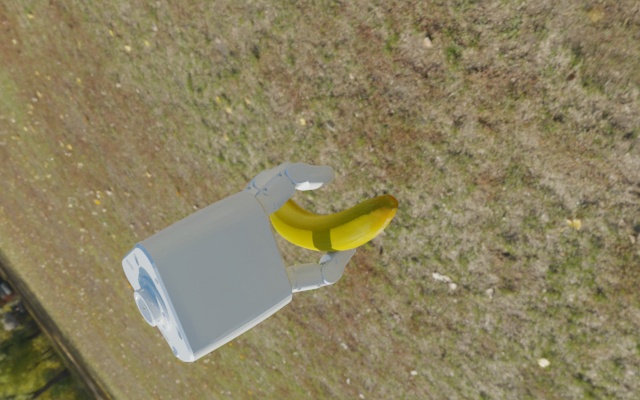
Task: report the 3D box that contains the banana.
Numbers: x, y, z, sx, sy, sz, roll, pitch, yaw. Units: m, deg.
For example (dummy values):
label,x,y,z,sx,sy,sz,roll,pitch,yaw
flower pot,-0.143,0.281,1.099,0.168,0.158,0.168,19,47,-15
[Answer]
label,x,y,z,sx,sy,sz,roll,pitch,yaw
banana,0.000,0.019,0.487,0.037,0.070,0.198,-18,18,-38
